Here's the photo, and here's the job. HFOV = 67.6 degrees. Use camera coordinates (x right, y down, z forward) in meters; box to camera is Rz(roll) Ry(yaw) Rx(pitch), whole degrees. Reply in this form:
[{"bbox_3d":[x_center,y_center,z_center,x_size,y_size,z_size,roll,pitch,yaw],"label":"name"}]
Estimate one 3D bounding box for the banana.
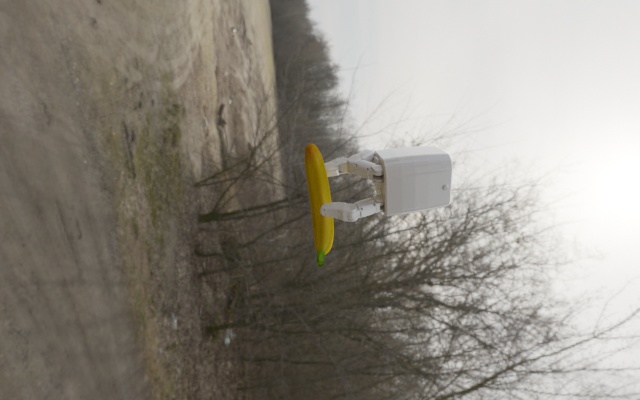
[{"bbox_3d":[0.000,0.003,0.790,0.037,0.198,0.069,-7,8,0],"label":"banana"}]
